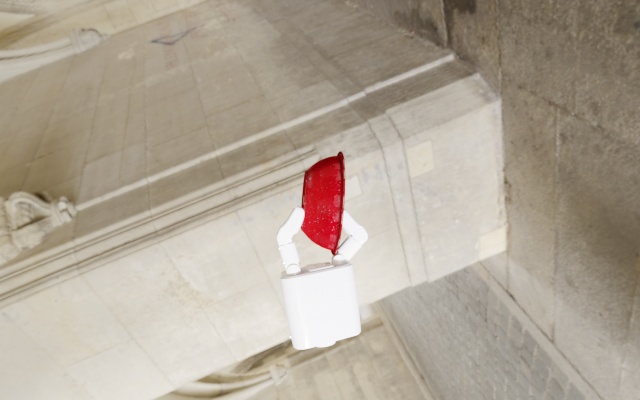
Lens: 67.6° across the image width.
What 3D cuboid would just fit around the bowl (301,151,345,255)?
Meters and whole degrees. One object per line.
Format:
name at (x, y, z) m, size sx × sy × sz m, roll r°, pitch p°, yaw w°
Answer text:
bowl at (0.000, 0.001, 0.736) m, size 0.055 × 0.162 × 0.162 m, roll 4°, pitch 0°, yaw -5°
